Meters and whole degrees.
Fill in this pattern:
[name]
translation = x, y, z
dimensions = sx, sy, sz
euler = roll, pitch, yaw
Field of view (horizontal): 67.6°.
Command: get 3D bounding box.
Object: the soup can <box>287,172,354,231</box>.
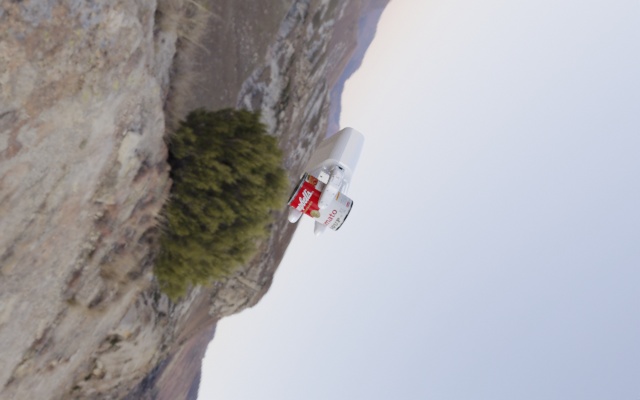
[soup can]
translation = 0.000, 0.003, 0.868
dimensions = 0.102, 0.068, 0.068
euler = 31, -5, -8
